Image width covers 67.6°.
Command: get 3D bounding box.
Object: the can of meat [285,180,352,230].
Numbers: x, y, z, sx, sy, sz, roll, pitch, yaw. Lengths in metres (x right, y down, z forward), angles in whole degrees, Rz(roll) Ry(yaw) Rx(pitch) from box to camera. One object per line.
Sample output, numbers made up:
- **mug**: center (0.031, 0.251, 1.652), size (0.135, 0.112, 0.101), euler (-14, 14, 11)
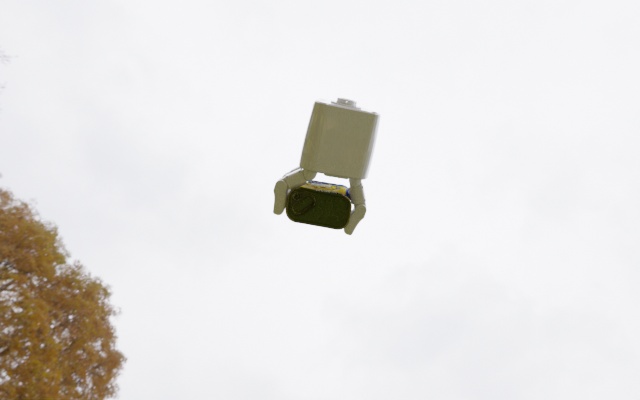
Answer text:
- **can of meat**: center (0.000, 0.003, 0.779), size (0.102, 0.057, 0.084), euler (10, 16, 2)
